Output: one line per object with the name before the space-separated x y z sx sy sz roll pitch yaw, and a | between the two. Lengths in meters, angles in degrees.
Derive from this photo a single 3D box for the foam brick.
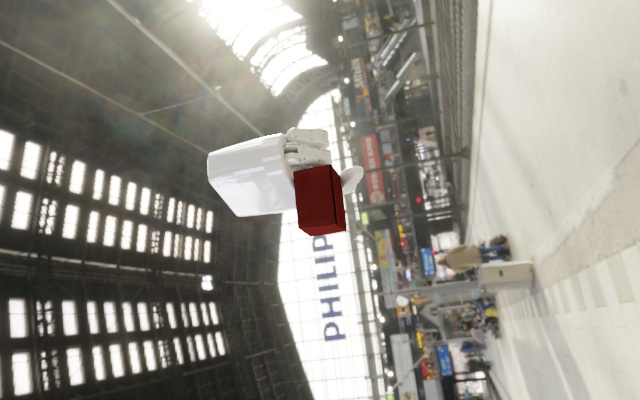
foam brick | 0.000 0.002 0.607 0.051 0.078 0.053 -10 -19 13
